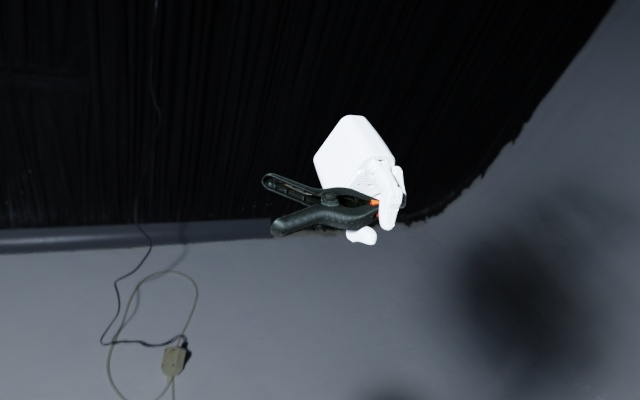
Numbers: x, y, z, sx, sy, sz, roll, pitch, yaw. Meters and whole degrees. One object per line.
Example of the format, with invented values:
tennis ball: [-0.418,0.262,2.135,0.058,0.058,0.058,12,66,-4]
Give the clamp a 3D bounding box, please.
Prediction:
clamp: [0.000,0.002,0.655,0.171,0.039,0.120,0,43,-25]
